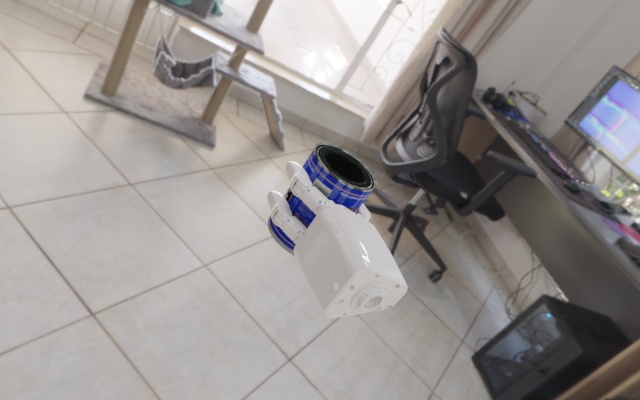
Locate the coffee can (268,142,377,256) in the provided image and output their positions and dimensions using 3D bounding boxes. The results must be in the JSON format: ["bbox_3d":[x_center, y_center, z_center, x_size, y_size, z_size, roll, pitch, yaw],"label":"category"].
[{"bbox_3d":[0.000,0.002,0.694,0.103,0.140,0.102,26,29,-16],"label":"coffee can"}]
